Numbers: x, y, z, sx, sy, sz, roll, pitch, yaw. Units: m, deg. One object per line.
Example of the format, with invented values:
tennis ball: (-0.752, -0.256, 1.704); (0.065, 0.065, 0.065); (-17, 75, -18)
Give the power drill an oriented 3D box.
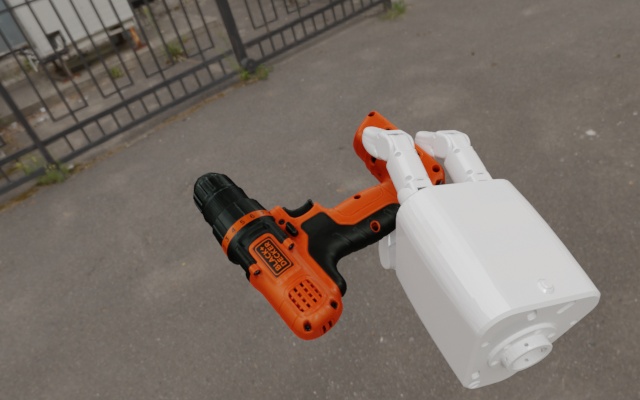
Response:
power drill: (0.001, 0.001, 0.425); (0.187, 0.184, 0.057); (-37, -26, -14)
